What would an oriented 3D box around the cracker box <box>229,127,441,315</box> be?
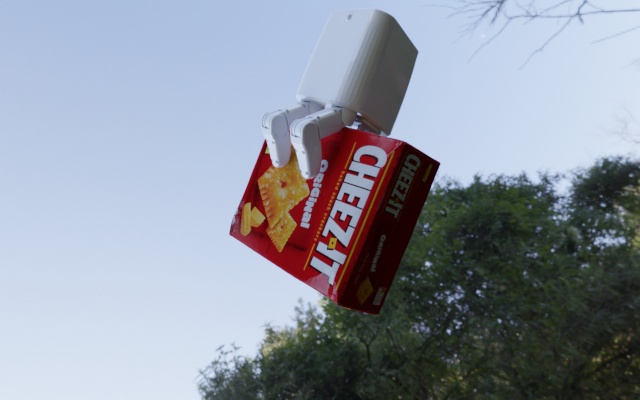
[{"bbox_3d":[0.000,0.002,0.523,0.072,0.164,0.213,21,1,-41],"label":"cracker box"}]
